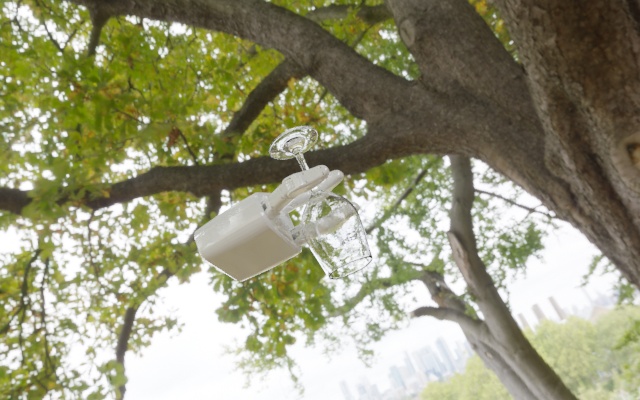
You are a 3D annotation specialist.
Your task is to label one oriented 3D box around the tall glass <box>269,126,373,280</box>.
[{"bbox_3d":[0.000,0.001,0.637,0.079,0.201,0.079,-21,-23,-9],"label":"tall glass"}]
